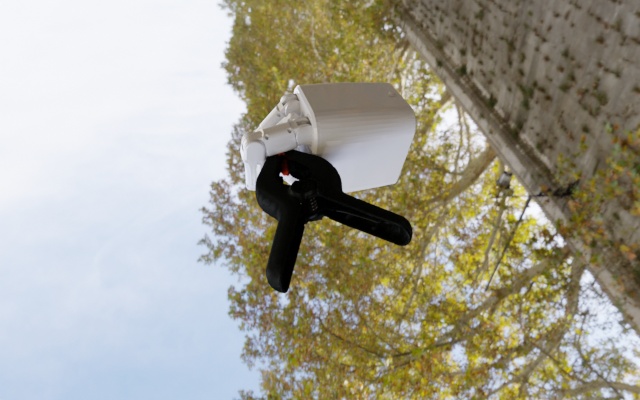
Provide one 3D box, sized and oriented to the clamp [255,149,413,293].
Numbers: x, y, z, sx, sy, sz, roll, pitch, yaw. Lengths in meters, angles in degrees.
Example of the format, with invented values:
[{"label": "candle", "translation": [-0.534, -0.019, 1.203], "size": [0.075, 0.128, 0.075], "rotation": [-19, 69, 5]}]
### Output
[{"label": "clamp", "translation": [0.000, 0.002, 0.418], "size": [0.120, 0.039, 0.171], "rotation": [-9, 41, -11]}]
